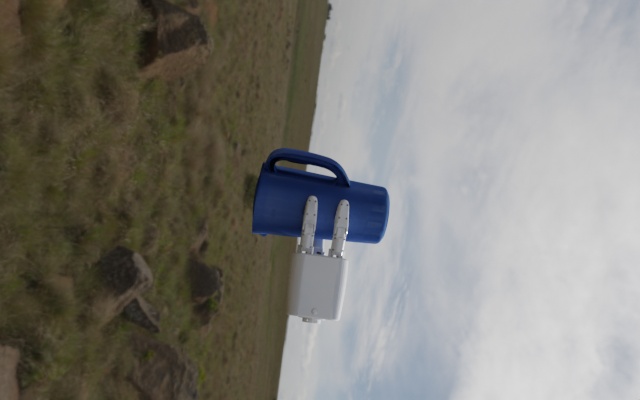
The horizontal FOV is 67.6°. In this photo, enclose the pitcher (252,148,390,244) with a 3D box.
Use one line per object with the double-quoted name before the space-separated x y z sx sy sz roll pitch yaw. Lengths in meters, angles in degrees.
"pitcher" 0.000 0.003 0.874 0.243 0.145 0.149 8 -13 -3
